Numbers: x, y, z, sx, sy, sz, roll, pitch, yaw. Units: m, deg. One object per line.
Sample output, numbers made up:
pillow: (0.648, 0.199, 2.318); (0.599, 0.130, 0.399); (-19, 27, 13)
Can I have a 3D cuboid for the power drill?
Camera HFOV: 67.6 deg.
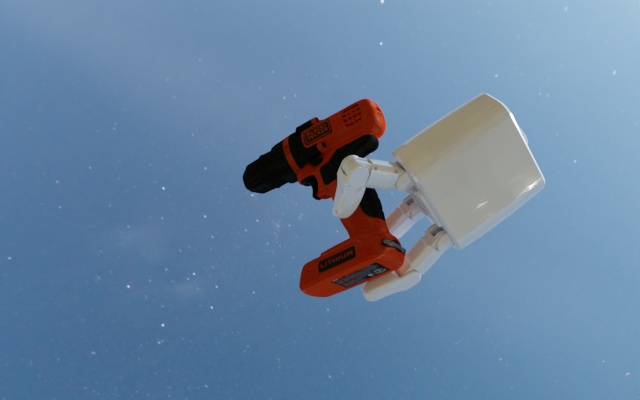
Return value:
power drill: (0.000, 0.002, 0.507); (0.184, 0.187, 0.057); (-27, -29, 25)
